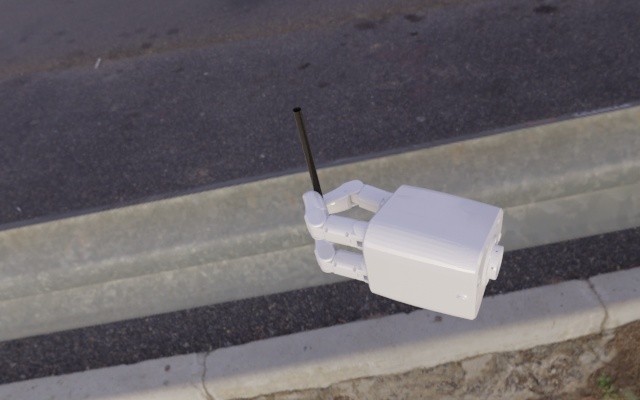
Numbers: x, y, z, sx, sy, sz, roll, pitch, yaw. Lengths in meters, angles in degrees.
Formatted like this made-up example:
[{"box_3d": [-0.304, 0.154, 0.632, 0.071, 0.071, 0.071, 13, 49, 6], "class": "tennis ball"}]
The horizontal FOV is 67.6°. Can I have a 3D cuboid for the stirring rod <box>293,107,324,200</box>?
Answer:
[{"box_3d": [0.000, 0.002, 0.522, 0.011, 0.240, 0.011, -8, 43, 7], "class": "stirring rod"}]
